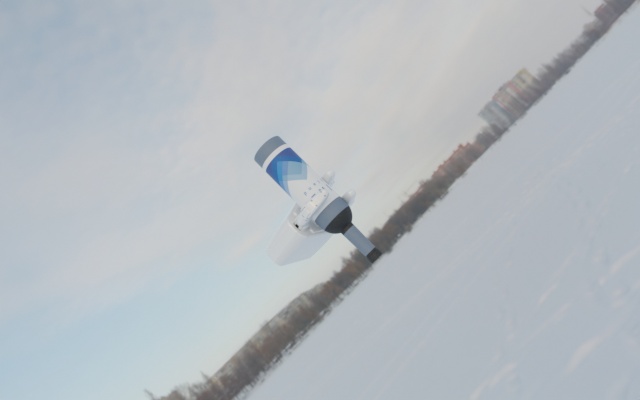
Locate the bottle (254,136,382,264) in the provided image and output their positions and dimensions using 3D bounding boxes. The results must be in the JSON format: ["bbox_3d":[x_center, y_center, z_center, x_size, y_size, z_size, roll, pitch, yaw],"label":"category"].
[{"bbox_3d":[0.000,0.003,0.888,0.295,0.069,0.069,45,9,10],"label":"bottle"}]
